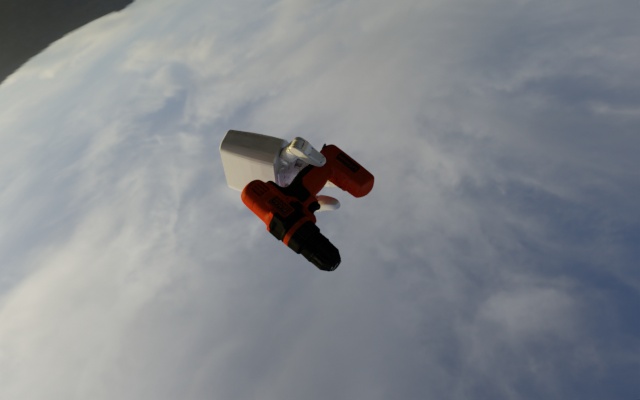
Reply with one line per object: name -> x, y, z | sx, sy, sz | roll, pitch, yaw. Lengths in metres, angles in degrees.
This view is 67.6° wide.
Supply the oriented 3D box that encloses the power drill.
power drill -> 0.000, 0.002, 0.739 | 0.187, 0.184, 0.057 | -38, -19, -36
